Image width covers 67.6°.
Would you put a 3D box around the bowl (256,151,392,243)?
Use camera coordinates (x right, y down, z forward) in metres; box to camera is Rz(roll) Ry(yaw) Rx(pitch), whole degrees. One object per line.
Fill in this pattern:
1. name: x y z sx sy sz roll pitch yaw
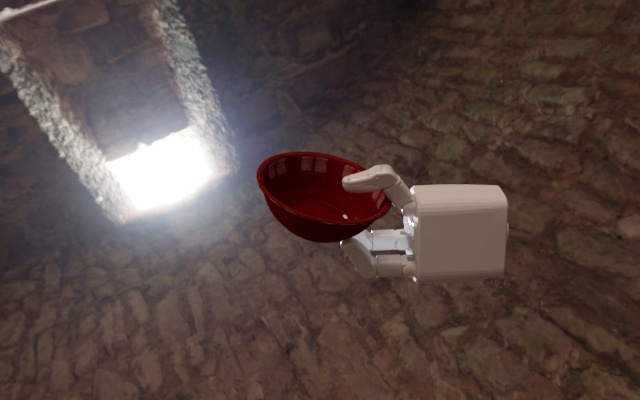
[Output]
1. bowl: -0.001 0.002 0.571 0.162 0.055 0.162 11 31 -6
